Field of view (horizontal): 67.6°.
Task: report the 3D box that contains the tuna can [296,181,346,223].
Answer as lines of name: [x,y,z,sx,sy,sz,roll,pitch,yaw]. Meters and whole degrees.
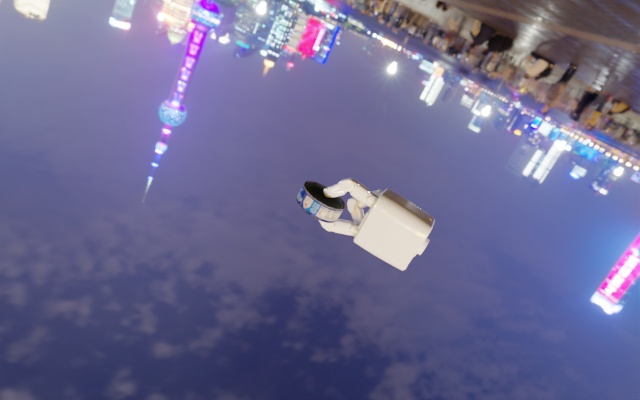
tuna can: [0.000,0.003,0.861,0.086,0.034,0.086,27,21,-11]
